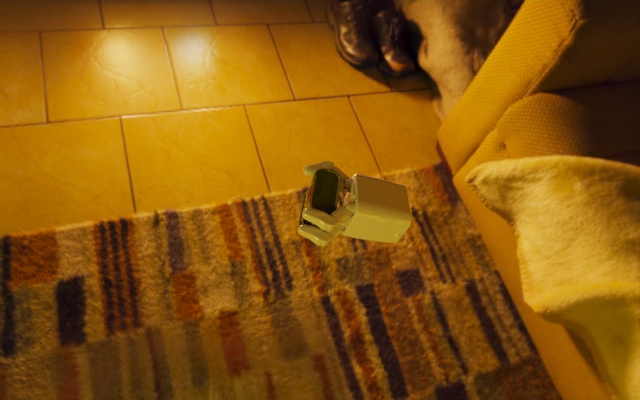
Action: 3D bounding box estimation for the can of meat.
[{"bbox_3d":[0.000,0.003,0.886,0.057,0.102,0.084,14,-33,-7],"label":"can of meat"}]
